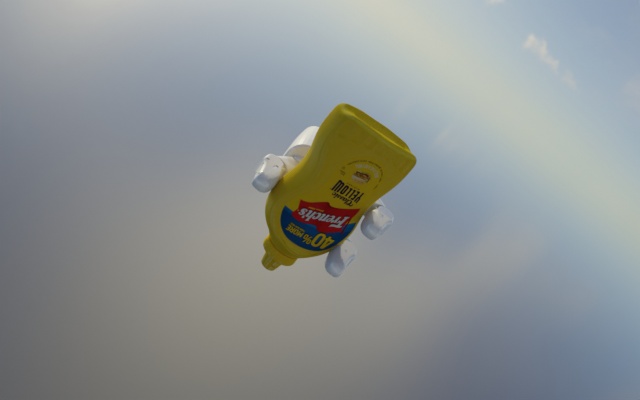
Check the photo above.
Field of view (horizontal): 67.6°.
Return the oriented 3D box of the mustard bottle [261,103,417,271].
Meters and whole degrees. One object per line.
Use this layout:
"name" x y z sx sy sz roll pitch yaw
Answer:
"mustard bottle" 0.000 0.002 0.481 0.096 0.192 0.058 27 26 -31
